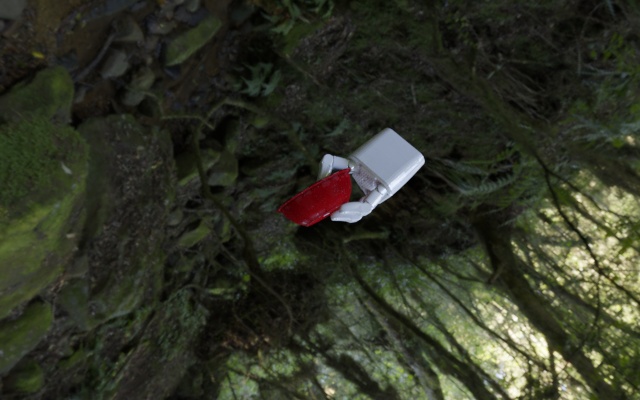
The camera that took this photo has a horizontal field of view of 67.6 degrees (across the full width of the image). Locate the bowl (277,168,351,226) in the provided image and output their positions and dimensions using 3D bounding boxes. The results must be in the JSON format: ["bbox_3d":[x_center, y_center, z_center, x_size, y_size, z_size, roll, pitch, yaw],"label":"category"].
[{"bbox_3d":[-0.001,0.004,0.899,0.162,0.055,0.162,-29,-6,-3],"label":"bowl"}]
